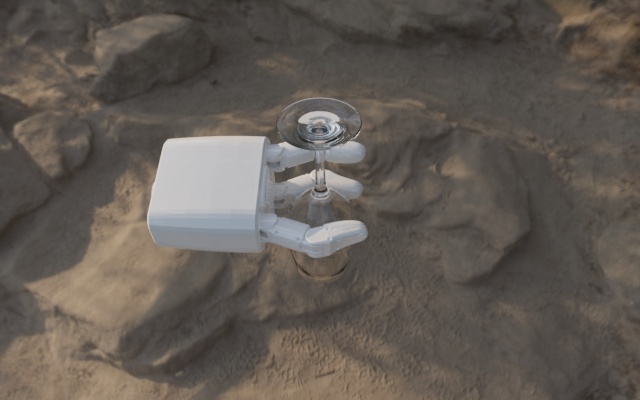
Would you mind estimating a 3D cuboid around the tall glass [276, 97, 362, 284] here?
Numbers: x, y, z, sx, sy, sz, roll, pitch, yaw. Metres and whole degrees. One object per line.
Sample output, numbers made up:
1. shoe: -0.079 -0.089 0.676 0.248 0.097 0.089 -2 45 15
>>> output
1. tall glass: 0.000 0.001 0.482 0.079 0.079 0.201 0 -44 2
